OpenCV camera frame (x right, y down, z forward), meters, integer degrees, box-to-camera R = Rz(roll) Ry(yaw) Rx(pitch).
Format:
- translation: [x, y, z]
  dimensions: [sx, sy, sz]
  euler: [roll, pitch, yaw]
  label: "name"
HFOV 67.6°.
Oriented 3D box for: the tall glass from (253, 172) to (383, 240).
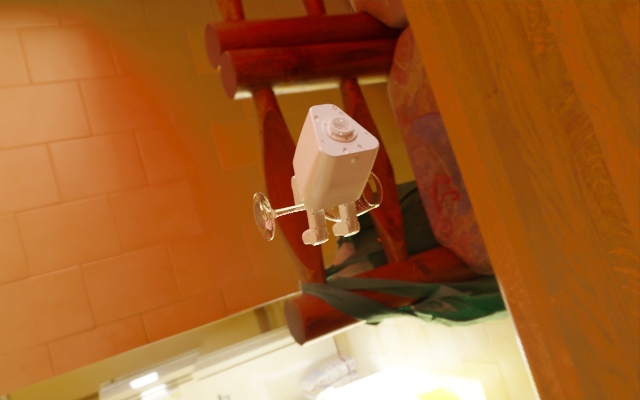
- translation: [-0.001, 0.003, 0.757]
  dimensions: [0.201, 0.079, 0.079]
  euler: [-14, 6, -27]
  label: "tall glass"
